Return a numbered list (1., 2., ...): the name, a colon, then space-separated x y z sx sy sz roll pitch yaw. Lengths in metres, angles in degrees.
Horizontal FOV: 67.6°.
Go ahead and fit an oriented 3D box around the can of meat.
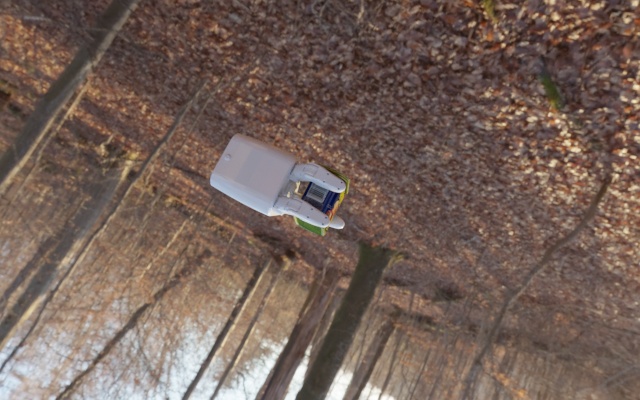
1. can of meat: 0.000 0.003 0.726 0.057 0.084 0.102 26 -12 7
